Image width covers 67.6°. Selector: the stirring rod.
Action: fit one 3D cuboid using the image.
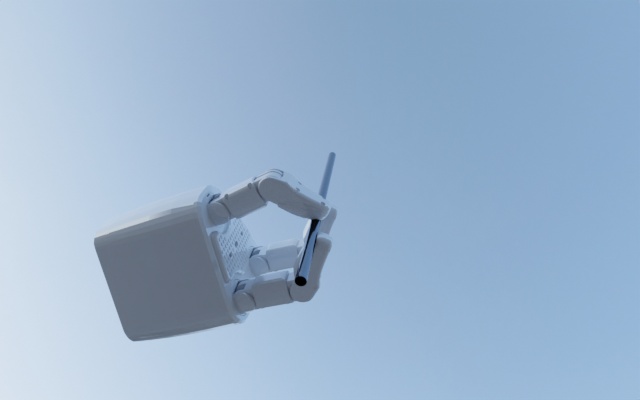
[{"bbox_3d":[0.000,0.001,0.416,0.011,0.011,0.239,0,25,7],"label":"stirring rod"}]
